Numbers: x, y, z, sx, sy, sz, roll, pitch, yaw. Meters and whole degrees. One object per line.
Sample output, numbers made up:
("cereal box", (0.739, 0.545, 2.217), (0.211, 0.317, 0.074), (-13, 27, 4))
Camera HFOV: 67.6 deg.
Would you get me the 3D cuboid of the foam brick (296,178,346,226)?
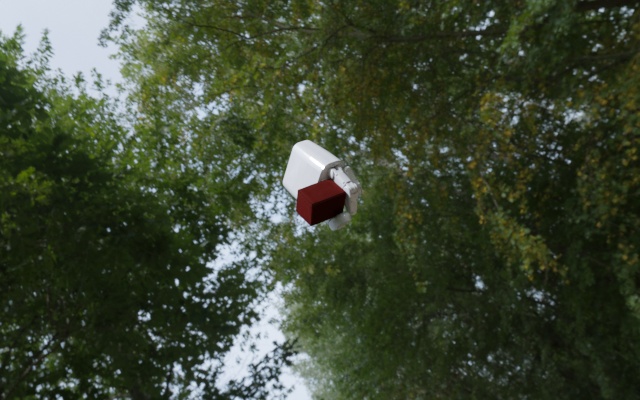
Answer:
("foam brick", (0.000, 0.003, 0.881), (0.078, 0.053, 0.051), (-21, 46, -31))
